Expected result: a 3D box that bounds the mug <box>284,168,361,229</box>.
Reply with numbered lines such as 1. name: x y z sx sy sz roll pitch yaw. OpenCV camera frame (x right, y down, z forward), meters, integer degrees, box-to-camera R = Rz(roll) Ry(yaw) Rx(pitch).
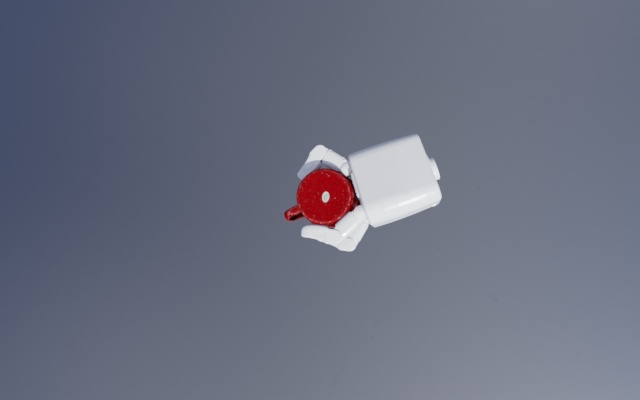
1. mug: -0.001 0.003 0.713 0.117 0.093 0.081 -20 -10 7
